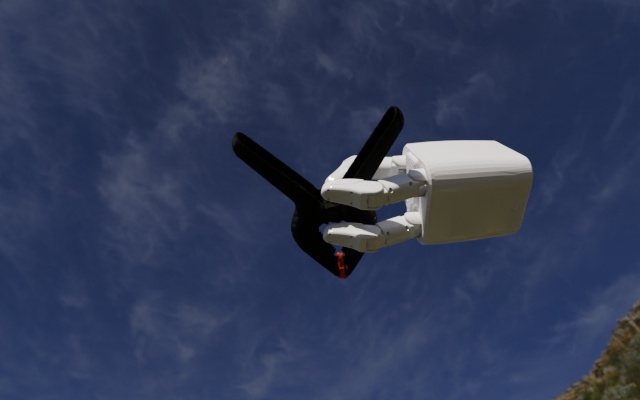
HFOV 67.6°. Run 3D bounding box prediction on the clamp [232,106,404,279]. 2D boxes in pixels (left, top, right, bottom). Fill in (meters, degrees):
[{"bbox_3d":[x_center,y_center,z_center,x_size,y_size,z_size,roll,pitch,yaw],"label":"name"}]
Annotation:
[{"bbox_3d":[0.000,0.002,0.506,0.164,0.210,0.036,-3,37,-1],"label":"clamp"}]
